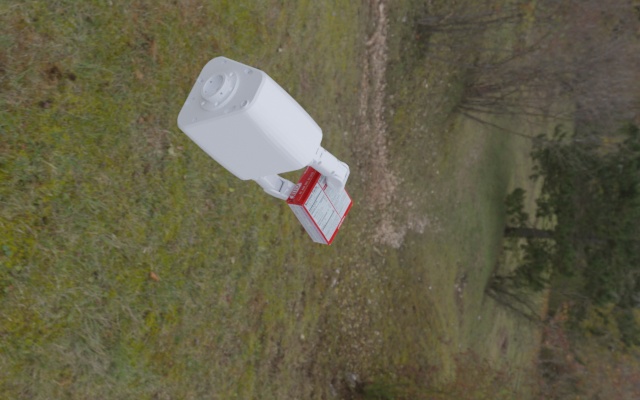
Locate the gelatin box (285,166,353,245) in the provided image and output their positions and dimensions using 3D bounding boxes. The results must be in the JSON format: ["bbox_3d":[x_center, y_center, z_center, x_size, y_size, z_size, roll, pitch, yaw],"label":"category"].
[{"bbox_3d":[0.001,0.002,0.612,0.030,0.073,0.089,8,-34,36],"label":"gelatin box"}]
